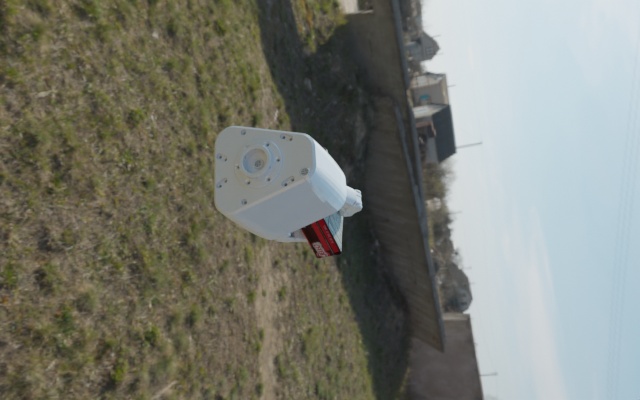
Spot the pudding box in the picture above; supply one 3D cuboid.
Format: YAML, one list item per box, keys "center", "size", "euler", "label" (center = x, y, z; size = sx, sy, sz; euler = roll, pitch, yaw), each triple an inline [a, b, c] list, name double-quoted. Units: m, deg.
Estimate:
- center: [0.000, 0.002, 0.604]
  size: [0.039, 0.113, 0.090]
  euler: [-9, -46, 17]
  label: "pudding box"
